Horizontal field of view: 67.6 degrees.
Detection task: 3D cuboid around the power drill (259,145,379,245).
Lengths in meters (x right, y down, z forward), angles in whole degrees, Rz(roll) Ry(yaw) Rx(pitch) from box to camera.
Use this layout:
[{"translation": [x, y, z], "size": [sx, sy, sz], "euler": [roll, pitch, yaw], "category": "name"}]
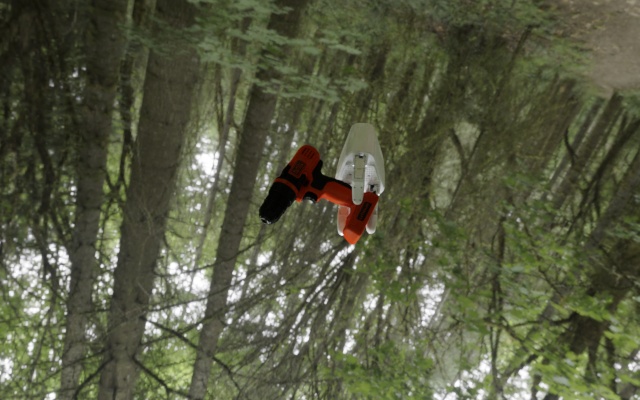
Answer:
[{"translation": [0.001, 0.003, 0.884], "size": [0.187, 0.184, 0.057], "euler": [31, -28, 1], "category": "power drill"}]
